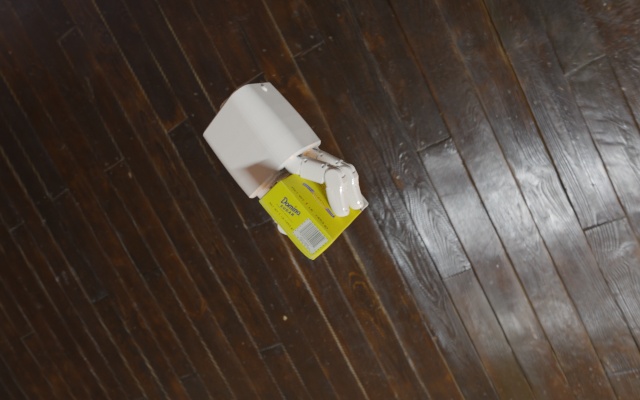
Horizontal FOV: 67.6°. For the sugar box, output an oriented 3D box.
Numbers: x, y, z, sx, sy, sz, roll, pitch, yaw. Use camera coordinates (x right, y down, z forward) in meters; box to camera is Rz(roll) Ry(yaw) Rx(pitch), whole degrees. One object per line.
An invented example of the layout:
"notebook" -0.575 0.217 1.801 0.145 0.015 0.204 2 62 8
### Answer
"sugar box" 0.000 0.002 0.613 0.048 0.093 0.176 -41 -1 26
